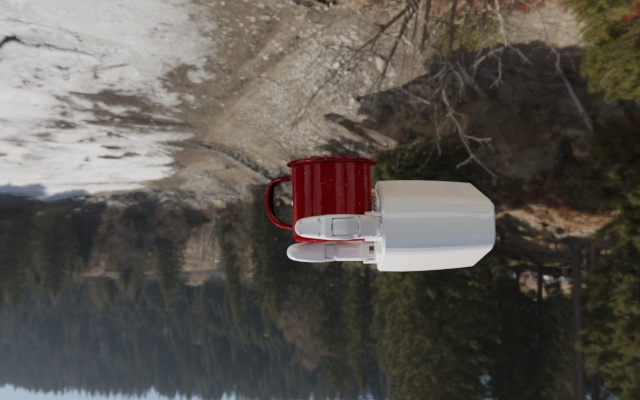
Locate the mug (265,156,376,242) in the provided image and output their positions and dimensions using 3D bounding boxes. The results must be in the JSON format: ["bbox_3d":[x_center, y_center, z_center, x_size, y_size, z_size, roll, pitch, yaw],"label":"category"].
[{"bbox_3d":[-0.001,0.002,0.495,0.117,0.081,0.093,-1,-3,4],"label":"mug"}]
